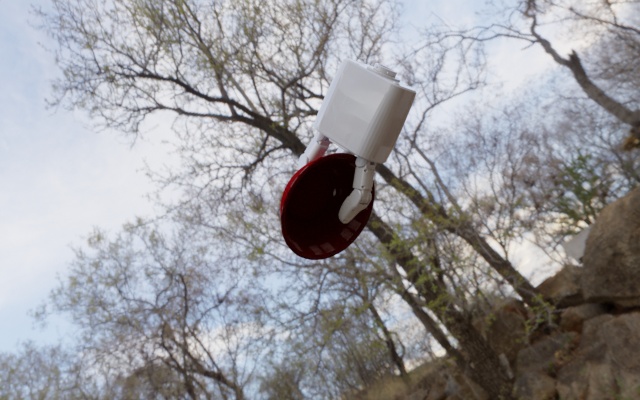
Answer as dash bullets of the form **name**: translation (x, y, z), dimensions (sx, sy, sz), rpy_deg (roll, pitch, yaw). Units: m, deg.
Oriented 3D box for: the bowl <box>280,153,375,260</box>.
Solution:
- **bowl**: translation (-0.001, 0.003, 0.688), dimensions (0.162, 0.162, 0.055), rpy_deg (0, 20, -38)
